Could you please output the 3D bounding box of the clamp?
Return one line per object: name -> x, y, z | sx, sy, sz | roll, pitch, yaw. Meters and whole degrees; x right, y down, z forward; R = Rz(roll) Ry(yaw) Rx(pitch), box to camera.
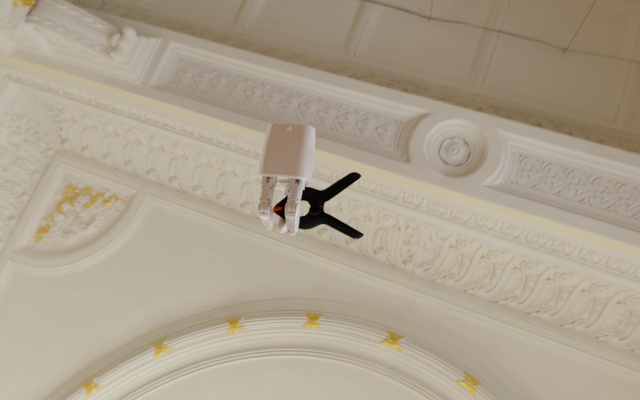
clamp -> 0.000, 0.003, 0.875 | 0.171, 0.120, 0.039 | 6, -12, 10
